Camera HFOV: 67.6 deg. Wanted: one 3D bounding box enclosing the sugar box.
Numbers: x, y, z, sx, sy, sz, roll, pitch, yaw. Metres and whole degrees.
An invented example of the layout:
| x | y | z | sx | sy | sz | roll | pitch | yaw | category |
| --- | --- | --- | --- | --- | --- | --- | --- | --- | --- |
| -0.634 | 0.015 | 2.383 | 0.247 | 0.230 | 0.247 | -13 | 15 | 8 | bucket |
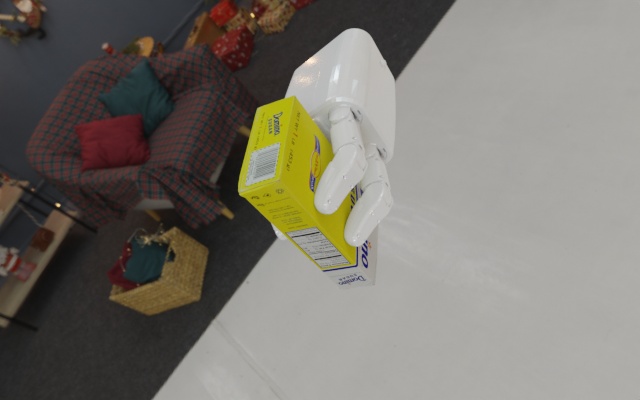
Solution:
| x | y | z | sx | sy | sz | roll | pitch | yaw | category |
| --- | --- | --- | --- | --- | --- | --- | --- | --- | --- |
| 0.001 | 0.001 | 0.433 | 0.048 | 0.093 | 0.176 | -14 | -40 | 29 | sugar box |
